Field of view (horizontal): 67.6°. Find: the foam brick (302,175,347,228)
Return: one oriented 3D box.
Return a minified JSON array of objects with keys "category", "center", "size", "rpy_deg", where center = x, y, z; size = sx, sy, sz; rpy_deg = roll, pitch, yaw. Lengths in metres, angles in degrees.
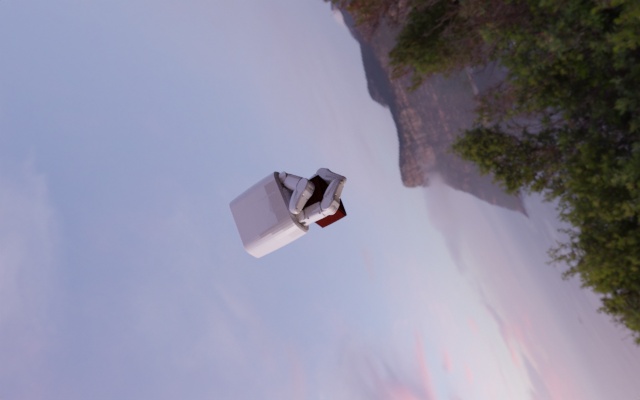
[{"category":"foam brick","center":[0.000,0.003,0.825],"size":[0.051,0.053,0.078],"rpy_deg":[-31,-39,17]}]
